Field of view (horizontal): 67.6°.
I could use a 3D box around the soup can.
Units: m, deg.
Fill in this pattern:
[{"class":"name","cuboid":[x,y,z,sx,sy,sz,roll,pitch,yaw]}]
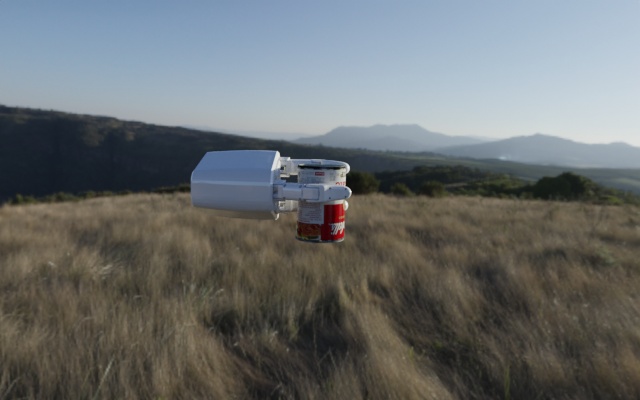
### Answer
[{"class":"soup can","cuboid":[0.001,0.002,0.657,0.068,0.102,0.068,1,7,0]}]
